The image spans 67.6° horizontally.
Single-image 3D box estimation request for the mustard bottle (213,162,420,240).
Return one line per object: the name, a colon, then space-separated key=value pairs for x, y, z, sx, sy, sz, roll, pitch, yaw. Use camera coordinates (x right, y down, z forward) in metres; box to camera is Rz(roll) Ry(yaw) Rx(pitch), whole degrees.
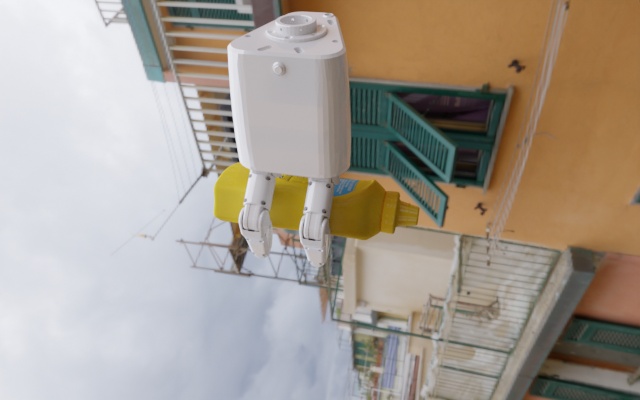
mustard bottle: x=0.000 y=0.002 z=0.471 sx=0.191 sy=0.058 sz=0.096 roll=7 pitch=14 yaw=12
